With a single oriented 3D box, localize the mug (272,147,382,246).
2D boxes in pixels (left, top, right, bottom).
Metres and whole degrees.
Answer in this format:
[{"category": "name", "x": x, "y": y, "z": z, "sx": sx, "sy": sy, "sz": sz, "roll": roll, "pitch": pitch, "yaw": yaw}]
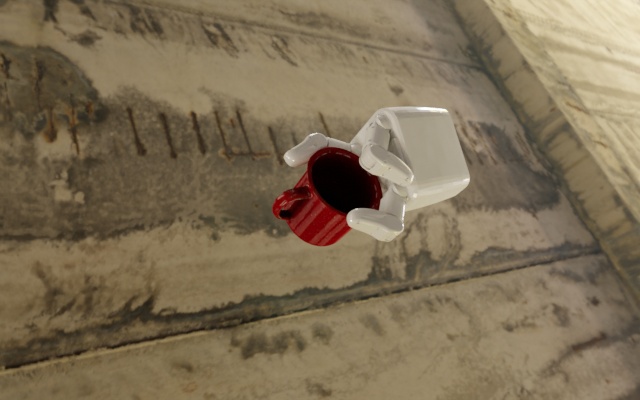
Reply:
[{"category": "mug", "x": -0.001, "y": 0.002, "z": 0.535, "sx": 0.117, "sy": 0.093, "sz": 0.081, "roll": -9, "pitch": -26, "yaw": -36}]
